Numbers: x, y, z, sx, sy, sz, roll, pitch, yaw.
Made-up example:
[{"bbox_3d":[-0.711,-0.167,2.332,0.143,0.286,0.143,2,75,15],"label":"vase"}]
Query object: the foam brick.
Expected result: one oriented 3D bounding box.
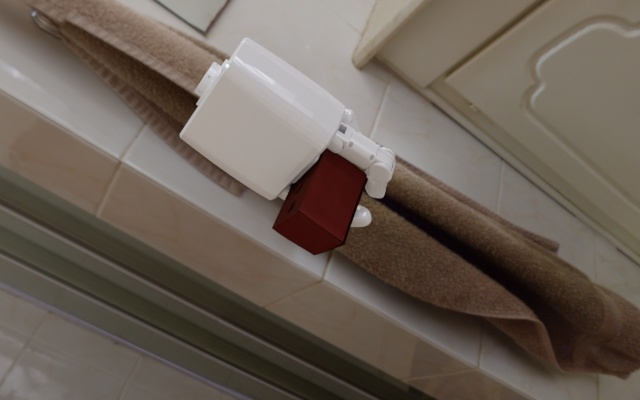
[{"bbox_3d":[0.000,0.002,0.436,0.051,0.078,0.053,34,-34,-19],"label":"foam brick"}]
